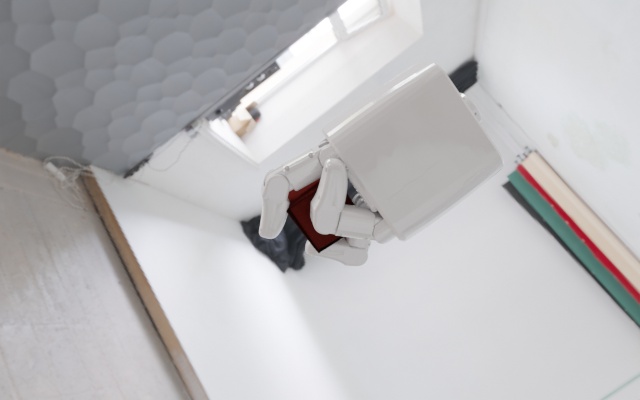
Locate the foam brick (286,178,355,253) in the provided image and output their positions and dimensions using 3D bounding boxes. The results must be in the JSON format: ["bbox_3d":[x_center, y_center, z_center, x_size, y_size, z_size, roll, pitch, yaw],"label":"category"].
[{"bbox_3d":[0.000,0.001,0.441,0.051,0.053,0.078,-34,22,4],"label":"foam brick"}]
